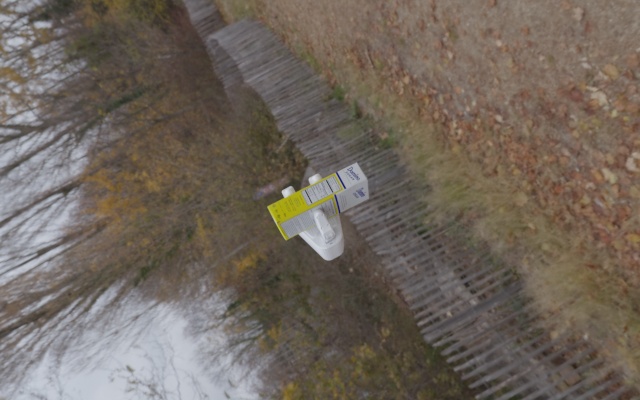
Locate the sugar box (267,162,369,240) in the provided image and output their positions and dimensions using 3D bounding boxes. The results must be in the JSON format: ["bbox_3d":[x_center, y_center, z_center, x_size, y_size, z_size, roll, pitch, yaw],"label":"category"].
[{"bbox_3d":[0.000,0.002,0.858,0.176,0.048,0.093,-28,-22,-5],"label":"sugar box"}]
